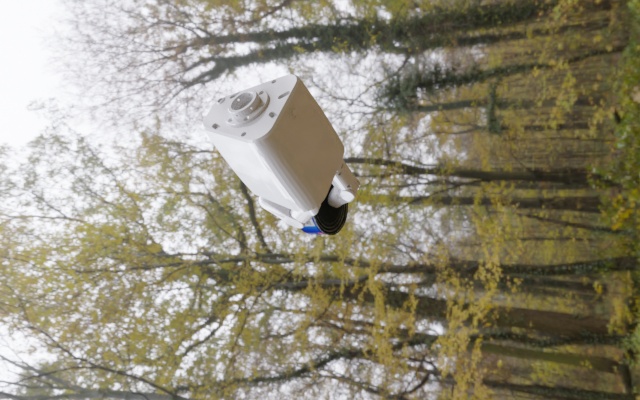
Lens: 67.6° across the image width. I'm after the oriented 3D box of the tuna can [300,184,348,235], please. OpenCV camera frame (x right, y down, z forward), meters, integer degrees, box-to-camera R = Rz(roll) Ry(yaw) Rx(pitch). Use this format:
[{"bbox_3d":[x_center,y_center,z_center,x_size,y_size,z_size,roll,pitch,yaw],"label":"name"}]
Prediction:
[{"bbox_3d":[0.000,0.002,0.615,0.034,0.086,0.086,-3,-2,34],"label":"tuna can"}]
